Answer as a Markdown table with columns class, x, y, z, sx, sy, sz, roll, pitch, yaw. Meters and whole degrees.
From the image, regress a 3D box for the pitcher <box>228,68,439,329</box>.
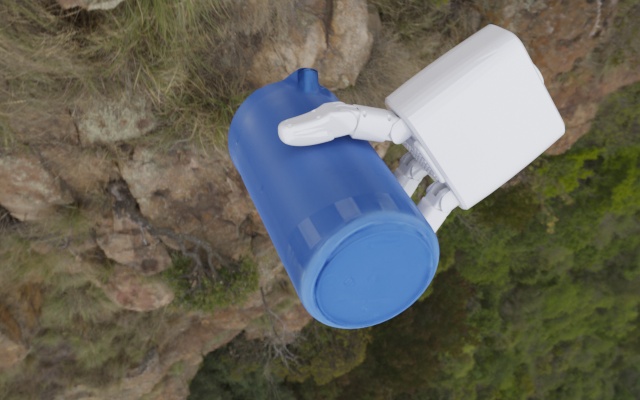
| class | x | y | z | sx | sy | sz | roll | pitch | yaw |
| --- | --- | --- | --- | --- | --- | --- | --- | --- | --- |
| pitcher | 0.000 | 0.001 | 0.434 | 0.145 | 0.149 | 0.242 | -35 | 38 | 4 |
